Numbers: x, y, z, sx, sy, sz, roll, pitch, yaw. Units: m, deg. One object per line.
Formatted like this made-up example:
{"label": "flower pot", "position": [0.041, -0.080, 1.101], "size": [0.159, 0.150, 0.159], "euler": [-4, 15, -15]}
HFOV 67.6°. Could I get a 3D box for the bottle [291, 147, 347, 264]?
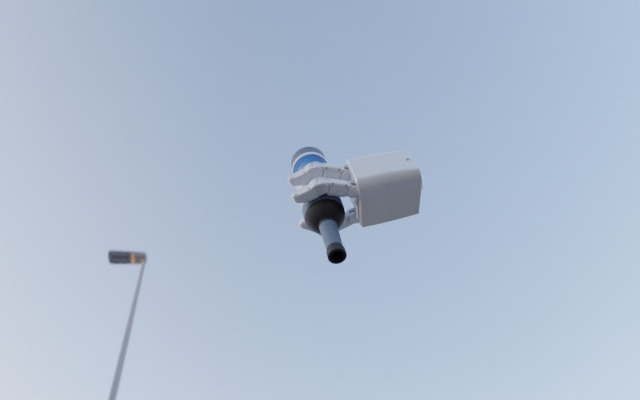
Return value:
{"label": "bottle", "position": [0.000, 0.002, 0.791], "size": [0.069, 0.069, 0.295], "euler": [0, 31, -11]}
